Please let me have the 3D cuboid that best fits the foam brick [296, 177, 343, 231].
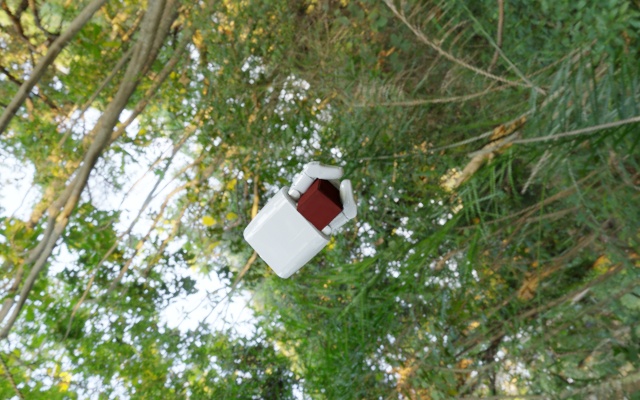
[{"bbox_3d":[0.000,0.002,0.753,0.053,0.051,0.078,43,16,-12],"label":"foam brick"}]
